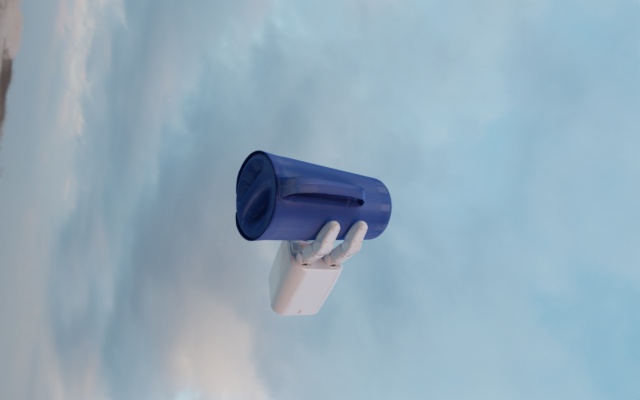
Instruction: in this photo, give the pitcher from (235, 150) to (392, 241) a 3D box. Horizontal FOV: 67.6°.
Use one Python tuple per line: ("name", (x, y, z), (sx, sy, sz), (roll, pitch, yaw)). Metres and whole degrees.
("pitcher", (0.000, 0.003, 0.752), (0.243, 0.145, 0.149), (6, 31, -35))
